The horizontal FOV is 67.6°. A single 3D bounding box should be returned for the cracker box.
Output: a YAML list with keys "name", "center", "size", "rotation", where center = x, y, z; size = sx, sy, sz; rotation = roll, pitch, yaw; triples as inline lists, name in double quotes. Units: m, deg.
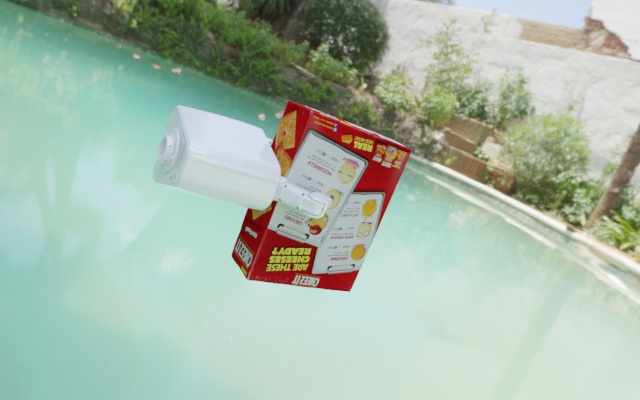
- name: "cracker box"
  center: [0.000, 0.002, 0.613]
  size: [0.164, 0.214, 0.072]
  rotation: [14, 14, -34]
